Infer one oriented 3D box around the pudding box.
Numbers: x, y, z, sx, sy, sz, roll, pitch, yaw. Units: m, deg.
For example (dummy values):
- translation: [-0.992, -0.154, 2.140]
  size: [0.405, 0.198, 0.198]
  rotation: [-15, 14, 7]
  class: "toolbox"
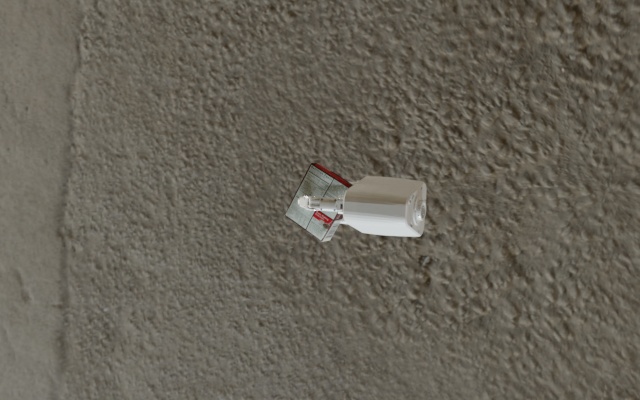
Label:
- translation: [0.000, 0.003, 0.837]
  size: [0.090, 0.113, 0.039]
  rotation: [34, 15, 20]
  class: "pudding box"
